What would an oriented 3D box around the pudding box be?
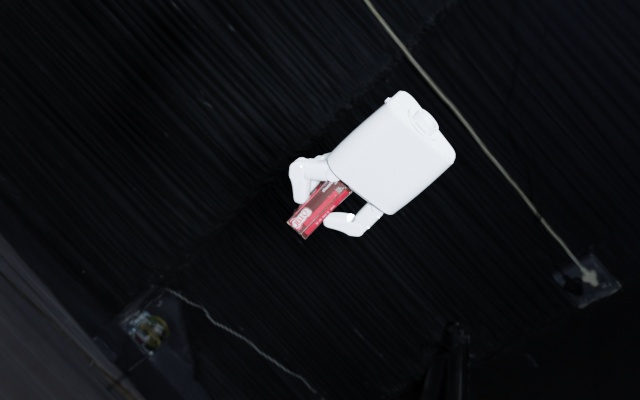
[{"bbox_3d":[0.000,0.002,0.661,0.090,0.039,0.113,-45,1,5],"label":"pudding box"}]
